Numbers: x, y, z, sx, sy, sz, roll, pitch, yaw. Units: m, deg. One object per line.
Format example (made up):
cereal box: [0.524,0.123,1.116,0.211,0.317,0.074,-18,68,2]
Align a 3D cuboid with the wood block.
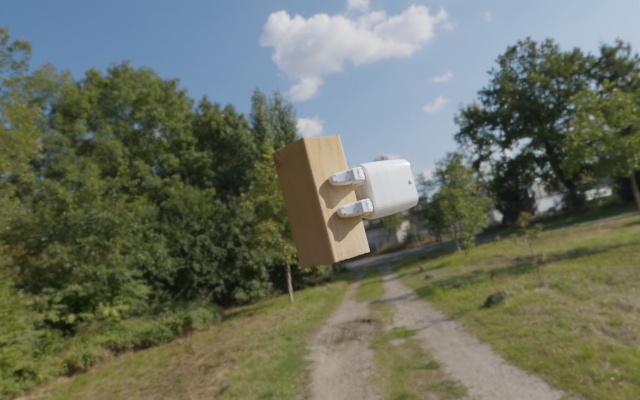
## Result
wood block: [0.000,0.003,0.819,0.090,0.206,0.091,-11,-6,-42]
